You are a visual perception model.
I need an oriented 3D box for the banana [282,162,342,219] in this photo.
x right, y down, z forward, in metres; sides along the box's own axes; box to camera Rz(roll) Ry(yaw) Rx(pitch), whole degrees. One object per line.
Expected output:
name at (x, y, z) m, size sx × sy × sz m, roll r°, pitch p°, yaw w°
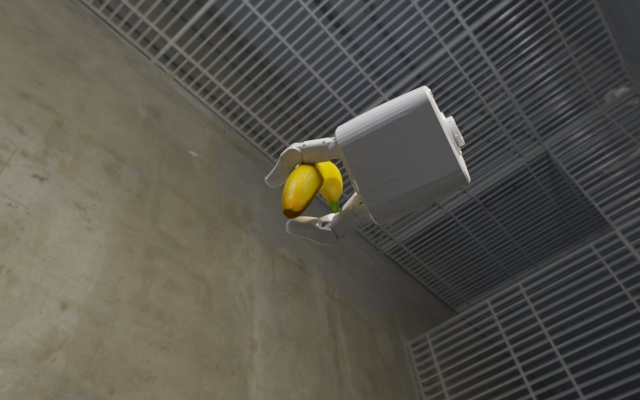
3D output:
banana at (-0.003, -0.016, 0.561) m, size 0.037 × 0.069 × 0.198 m, roll -15°, pitch -5°, yaw 17°
